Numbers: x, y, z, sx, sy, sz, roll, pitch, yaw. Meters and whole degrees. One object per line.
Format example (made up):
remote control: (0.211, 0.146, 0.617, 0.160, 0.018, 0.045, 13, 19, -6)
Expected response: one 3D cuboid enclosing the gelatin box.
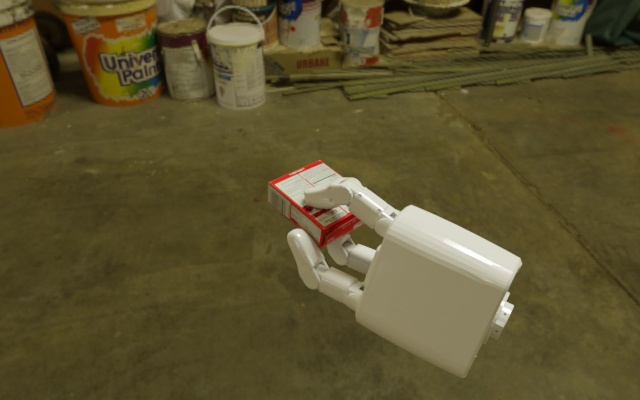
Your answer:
gelatin box: (0.000, 0.001, 0.495, 0.073, 0.030, 0.089, -27, 52, -34)
